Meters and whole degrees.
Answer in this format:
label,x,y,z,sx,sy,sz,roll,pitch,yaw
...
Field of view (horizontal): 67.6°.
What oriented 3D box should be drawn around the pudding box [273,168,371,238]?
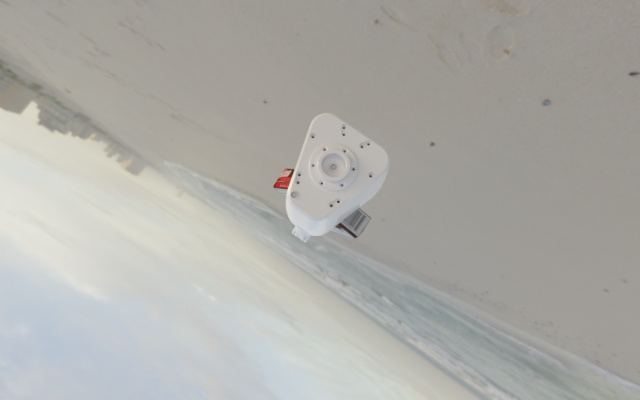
label,x,y,z,sx,sy,sz,roll,pitch,yaw
pudding box,0.000,0.002,0.646,0.113,0.039,0.090,41,-12,-23
